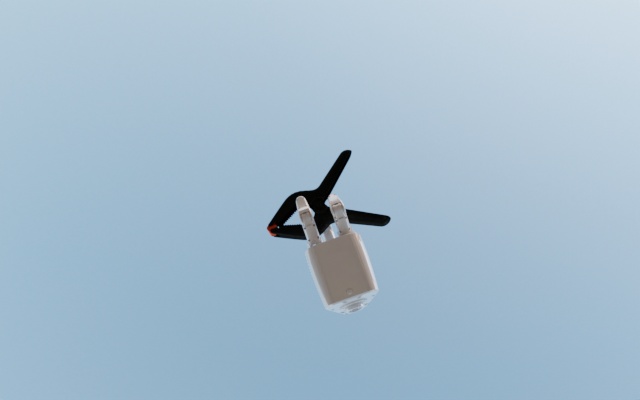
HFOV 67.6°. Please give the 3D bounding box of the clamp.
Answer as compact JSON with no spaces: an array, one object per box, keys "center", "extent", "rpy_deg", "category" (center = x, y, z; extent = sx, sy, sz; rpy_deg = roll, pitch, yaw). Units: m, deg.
[{"center":[0.000,0.004,0.858],"extent":[0.210,0.164,0.036],"rpy_deg":[-19,-26,-2],"category":"clamp"}]
